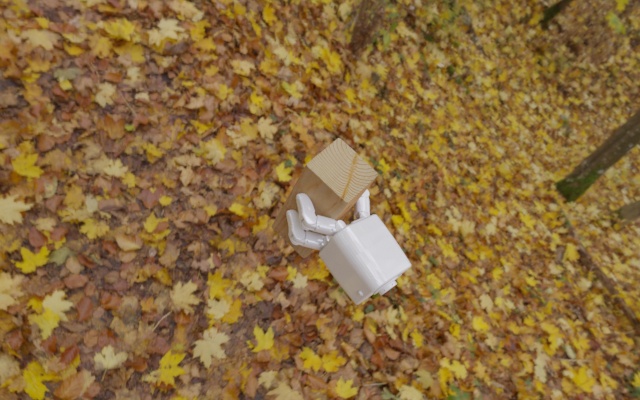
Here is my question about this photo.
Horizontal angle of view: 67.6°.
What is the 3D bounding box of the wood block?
[{"bbox_3d":[0.001,0.003,0.819,0.090,0.090,0.206,-42,-8,-36],"label":"wood block"}]
